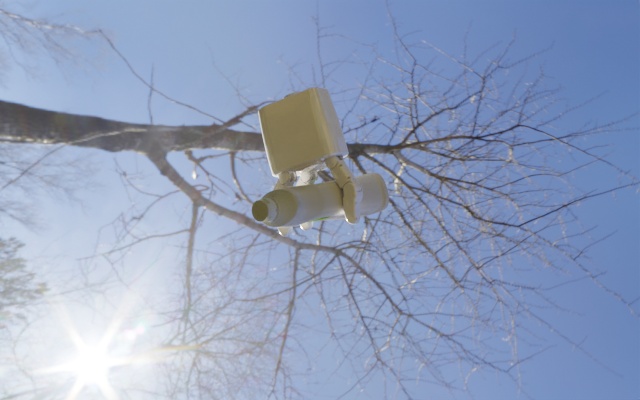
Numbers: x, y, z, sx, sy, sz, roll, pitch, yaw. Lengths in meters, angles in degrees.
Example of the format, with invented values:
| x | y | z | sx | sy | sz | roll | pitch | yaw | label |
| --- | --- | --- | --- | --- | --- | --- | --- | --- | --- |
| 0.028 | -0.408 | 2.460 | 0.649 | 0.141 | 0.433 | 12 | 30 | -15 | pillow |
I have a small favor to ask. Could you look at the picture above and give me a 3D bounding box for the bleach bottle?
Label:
| x | y | z | sx | sy | sz | roll | pitch | yaw | label |
| --- | --- | --- | --- | --- | --- | --- | --- | --- | --- |
| 0.000 | 0.002 | 0.709 | 0.102 | 0.068 | 0.251 | -18 | -6 | 35 | bleach bottle |
